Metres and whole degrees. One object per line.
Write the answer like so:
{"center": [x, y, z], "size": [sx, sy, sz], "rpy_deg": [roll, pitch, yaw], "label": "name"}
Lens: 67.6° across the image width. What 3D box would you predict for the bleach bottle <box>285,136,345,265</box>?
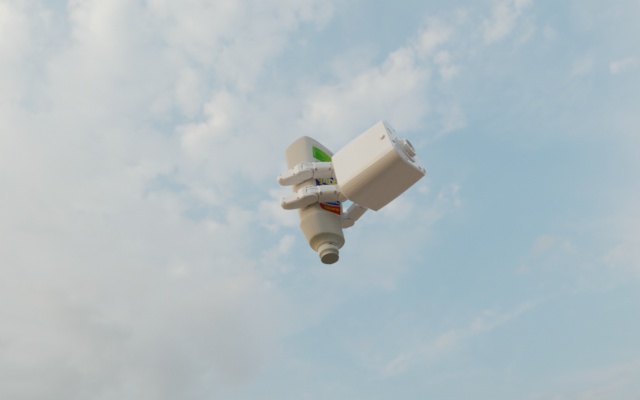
{"center": [0.000, 0.003, 0.800], "size": [0.068, 0.250, 0.103], "rpy_deg": [-37, -49, 23], "label": "bleach bottle"}
